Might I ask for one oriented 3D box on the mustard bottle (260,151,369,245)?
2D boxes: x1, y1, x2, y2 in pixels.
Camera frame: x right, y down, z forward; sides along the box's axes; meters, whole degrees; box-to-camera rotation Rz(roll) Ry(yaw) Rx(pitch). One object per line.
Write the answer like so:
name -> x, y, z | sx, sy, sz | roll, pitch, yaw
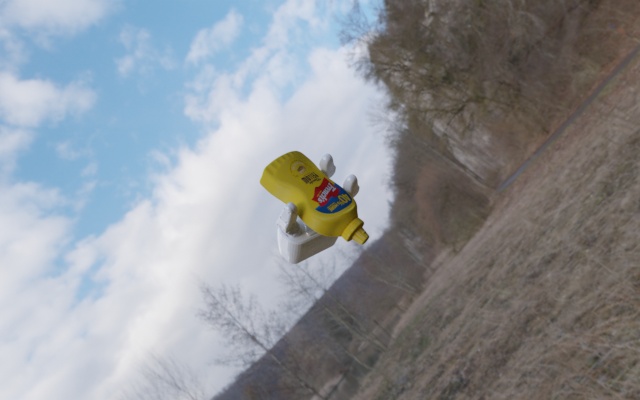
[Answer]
mustard bottle -> 0.000, 0.002, 0.760 | 0.191, 0.058, 0.096 | 41, 41, 16
